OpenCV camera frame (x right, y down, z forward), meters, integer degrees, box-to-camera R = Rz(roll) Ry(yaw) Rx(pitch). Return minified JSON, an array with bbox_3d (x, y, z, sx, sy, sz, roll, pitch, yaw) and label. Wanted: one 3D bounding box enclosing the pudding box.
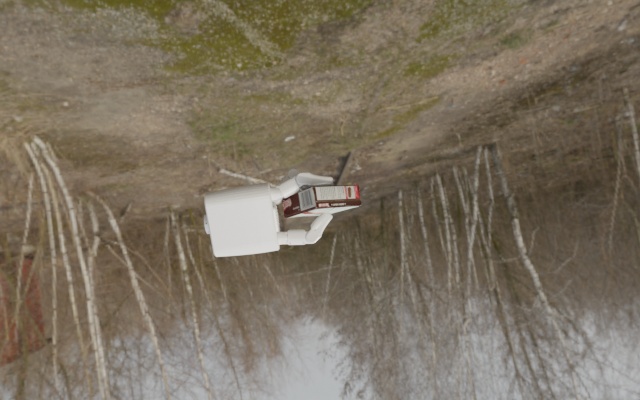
[{"bbox_3d":[0.000,0.003,0.794,0.090,0.039,0.113,-4,-6,-31],"label":"pudding box"}]
